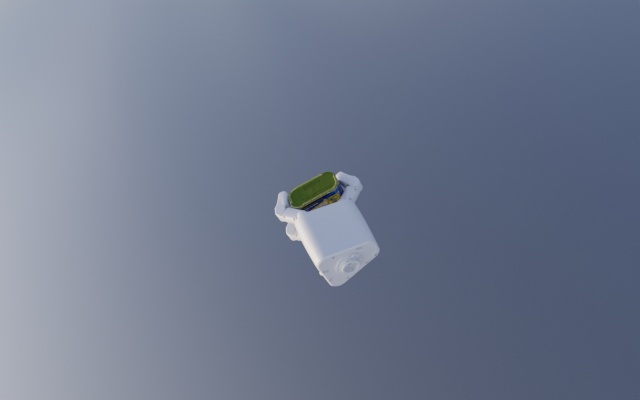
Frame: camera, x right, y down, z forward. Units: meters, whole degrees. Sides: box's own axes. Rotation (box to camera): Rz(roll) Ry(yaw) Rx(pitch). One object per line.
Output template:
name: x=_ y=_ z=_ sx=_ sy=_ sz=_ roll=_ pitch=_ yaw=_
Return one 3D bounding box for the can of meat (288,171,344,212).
can of meat: x=0.000 y=0.003 z=0.890 sx=0.102 sy=0.057 sz=0.084 roll=-29 pitch=-43 yaw=3
